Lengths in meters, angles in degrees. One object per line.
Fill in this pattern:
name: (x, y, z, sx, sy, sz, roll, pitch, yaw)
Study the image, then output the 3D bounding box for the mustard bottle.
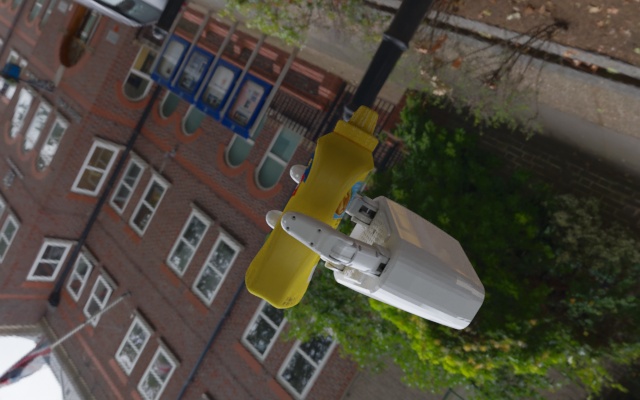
mustard bottle: (0.000, 0.002, 0.443, 0.058, 0.191, 0.096, 30, 7, 5)
